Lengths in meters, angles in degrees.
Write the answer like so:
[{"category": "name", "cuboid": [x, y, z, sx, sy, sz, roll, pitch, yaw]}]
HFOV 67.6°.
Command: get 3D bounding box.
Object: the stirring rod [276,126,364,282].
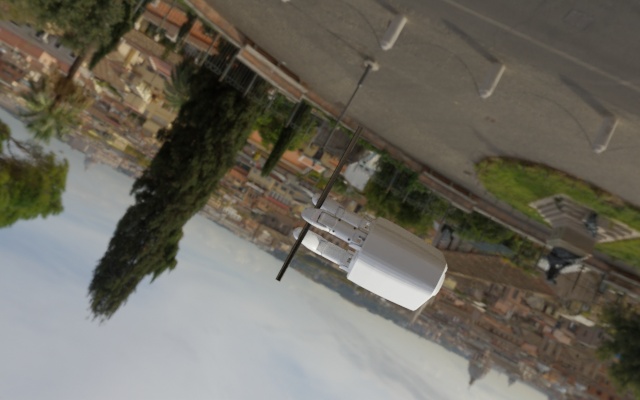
[{"category": "stirring rod", "cuboid": [0.000, 0.002, 0.653, 0.011, 0.239, 0.011, 28, -8, 4]}]
